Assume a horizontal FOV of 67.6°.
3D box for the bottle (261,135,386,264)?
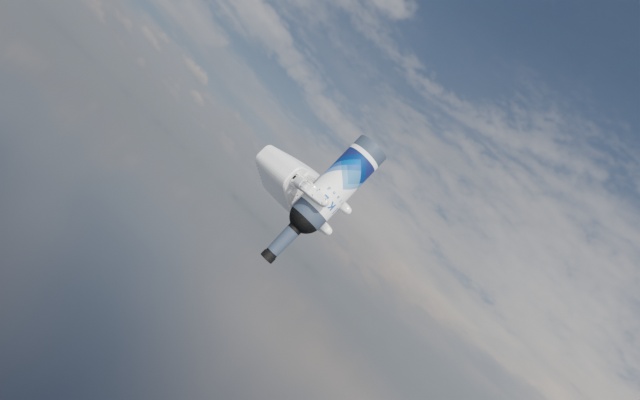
[{"bbox_3d":[0.000,0.003,0.898,0.069,0.295,0.069,43,-7,6],"label":"bottle"}]
